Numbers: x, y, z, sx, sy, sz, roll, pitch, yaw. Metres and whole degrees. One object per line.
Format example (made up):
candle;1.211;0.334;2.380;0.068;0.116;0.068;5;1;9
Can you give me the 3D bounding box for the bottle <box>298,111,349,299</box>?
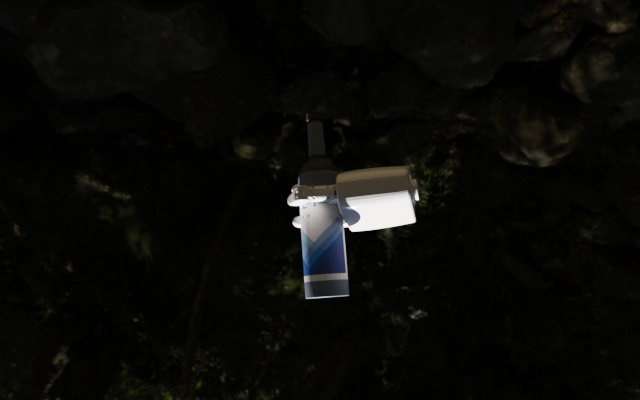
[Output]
bottle;0.000;0.003;0.751;0.069;0.295;0.069;-4;-11;-1
